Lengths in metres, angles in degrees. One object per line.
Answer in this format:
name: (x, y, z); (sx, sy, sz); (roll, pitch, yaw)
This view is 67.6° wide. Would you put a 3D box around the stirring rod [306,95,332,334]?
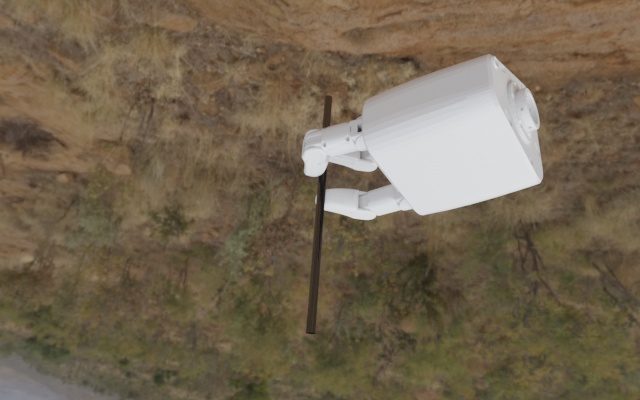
stirring rod: (0.000, 0.001, 0.446); (0.011, 0.239, 0.011); (4, -25, 2)
